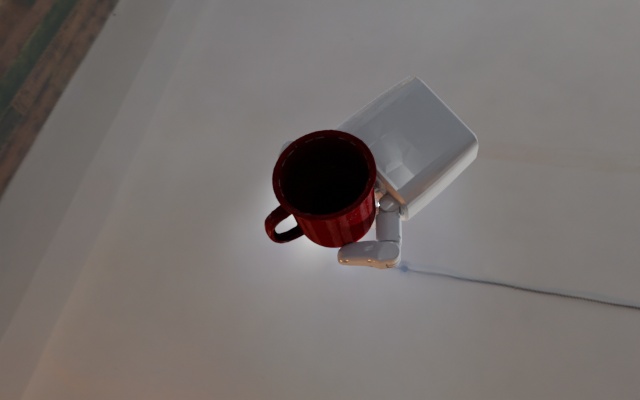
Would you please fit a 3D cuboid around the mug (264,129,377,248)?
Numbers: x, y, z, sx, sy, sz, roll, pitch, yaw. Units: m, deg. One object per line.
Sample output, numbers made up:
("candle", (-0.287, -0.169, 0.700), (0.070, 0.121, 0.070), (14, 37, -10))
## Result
("mug", (-0.001, 0.002, 0.450), (0.117, 0.093, 0.081), (-37, -28, -9))
